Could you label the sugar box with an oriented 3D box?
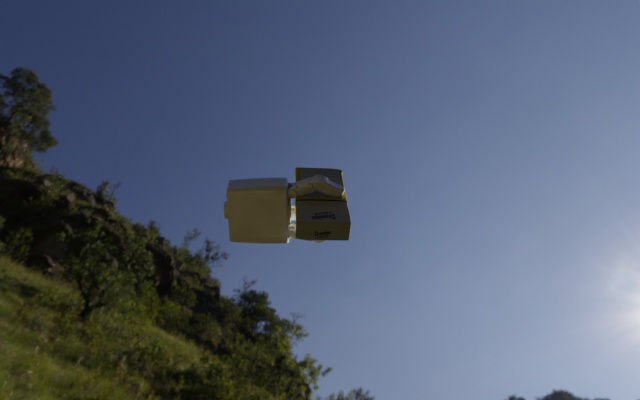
[{"bbox_3d":[0.000,0.003,0.863,0.093,0.048,0.176,2,36,-4],"label":"sugar box"}]
